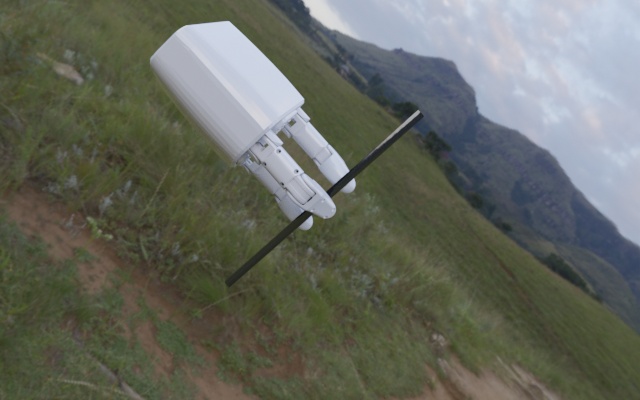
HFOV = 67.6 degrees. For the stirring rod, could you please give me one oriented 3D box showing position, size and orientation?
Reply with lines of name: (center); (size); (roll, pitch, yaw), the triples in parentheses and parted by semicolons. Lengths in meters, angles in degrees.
stirring rod: (0.000, 0.001, 0.441); (0.239, 0.011, 0.011); (-41, -7, 8)
